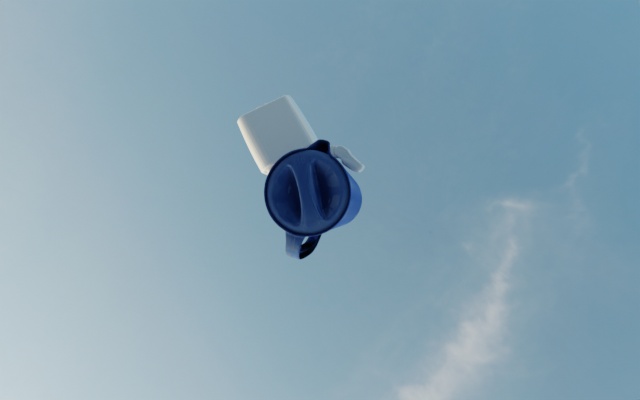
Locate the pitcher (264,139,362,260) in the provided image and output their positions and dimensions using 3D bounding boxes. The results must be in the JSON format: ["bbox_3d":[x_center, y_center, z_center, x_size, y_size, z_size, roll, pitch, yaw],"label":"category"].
[{"bbox_3d":[0.000,0.002,0.818,0.149,0.145,0.243,-31,-9,9],"label":"pitcher"}]
